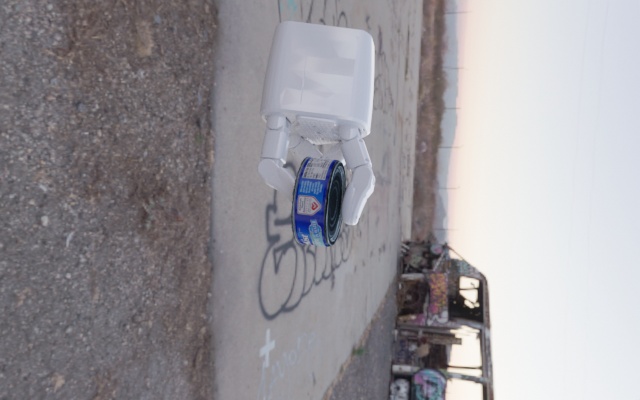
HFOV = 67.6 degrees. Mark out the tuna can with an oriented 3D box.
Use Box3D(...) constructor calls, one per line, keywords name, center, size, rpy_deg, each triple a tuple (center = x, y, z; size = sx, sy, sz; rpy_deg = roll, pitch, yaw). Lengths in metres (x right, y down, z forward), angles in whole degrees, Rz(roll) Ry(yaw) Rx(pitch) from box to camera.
Box3D(name="tuna can", center=(0.001, 0.002, 0.463), size=(0.034, 0.086, 0.086), rpy_deg=(6, 1, 13))
